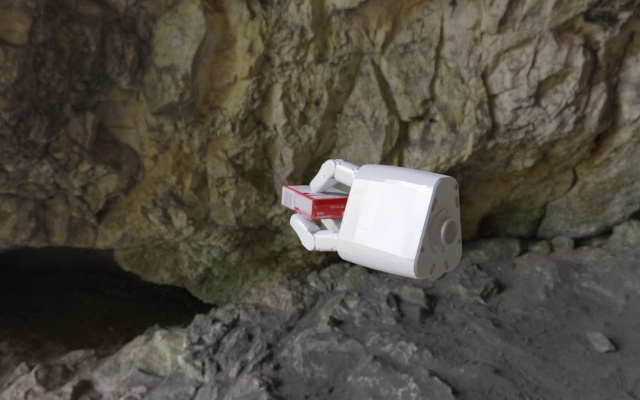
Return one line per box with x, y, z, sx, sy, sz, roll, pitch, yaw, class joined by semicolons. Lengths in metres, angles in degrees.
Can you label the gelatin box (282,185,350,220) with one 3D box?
0.000;0.002;0.634;0.073;0.030;0.089;-1;14;-31;gelatin box
